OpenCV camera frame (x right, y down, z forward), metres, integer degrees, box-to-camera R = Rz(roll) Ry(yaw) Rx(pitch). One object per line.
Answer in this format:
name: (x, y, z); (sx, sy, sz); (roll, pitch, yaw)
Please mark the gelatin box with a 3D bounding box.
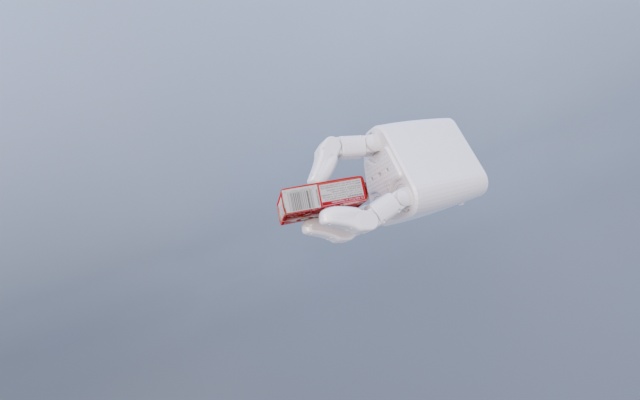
gelatin box: (0.000, 0.001, 0.514); (0.089, 0.030, 0.073); (-10, -9, -10)
